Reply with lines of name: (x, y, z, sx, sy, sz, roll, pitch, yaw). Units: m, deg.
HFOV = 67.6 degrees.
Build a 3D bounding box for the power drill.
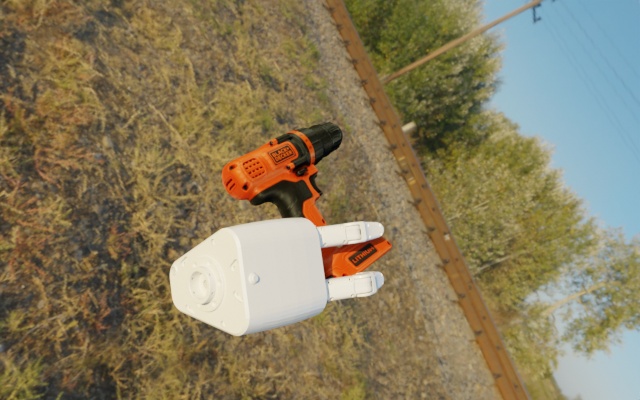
power drill: (0.000, 0.002, 0.568, 0.184, 0.187, 0.057, -31, -7, -38)
